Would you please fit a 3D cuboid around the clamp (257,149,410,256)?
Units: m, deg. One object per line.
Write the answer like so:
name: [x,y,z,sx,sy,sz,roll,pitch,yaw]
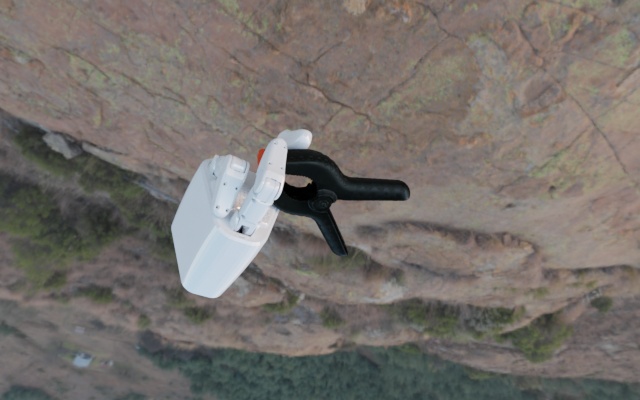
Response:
clamp: [0.000,0.002,0.519,0.171,0.120,0.039,21,27,-22]
